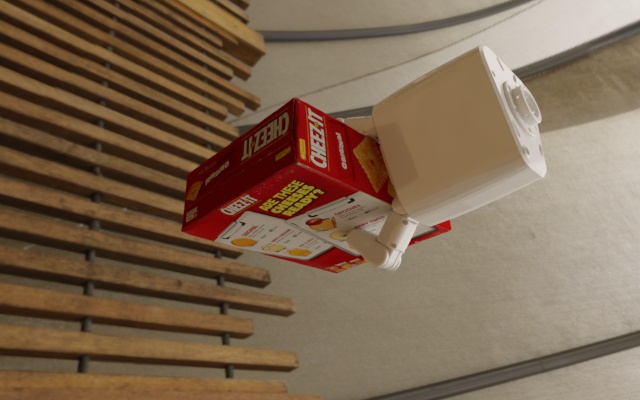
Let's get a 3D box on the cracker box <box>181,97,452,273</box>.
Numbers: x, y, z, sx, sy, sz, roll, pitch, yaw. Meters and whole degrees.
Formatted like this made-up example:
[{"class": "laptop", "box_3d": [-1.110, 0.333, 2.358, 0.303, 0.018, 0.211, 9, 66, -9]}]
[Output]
[{"class": "cracker box", "box_3d": [0.000, 0.002, 0.474, 0.214, 0.072, 0.164, 22, -37, -40]}]
